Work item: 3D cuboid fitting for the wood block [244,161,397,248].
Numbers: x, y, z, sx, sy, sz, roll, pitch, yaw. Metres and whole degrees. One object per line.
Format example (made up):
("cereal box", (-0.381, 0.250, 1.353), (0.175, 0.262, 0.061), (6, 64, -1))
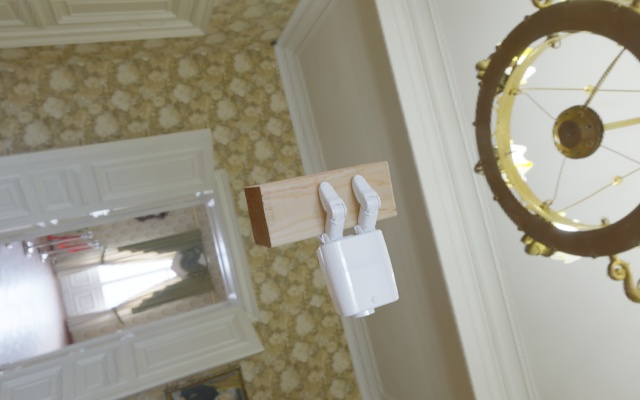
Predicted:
("wood block", (0.000, 0.003, 0.731), (0.206, 0.090, 0.091), (-12, 4, -23))
